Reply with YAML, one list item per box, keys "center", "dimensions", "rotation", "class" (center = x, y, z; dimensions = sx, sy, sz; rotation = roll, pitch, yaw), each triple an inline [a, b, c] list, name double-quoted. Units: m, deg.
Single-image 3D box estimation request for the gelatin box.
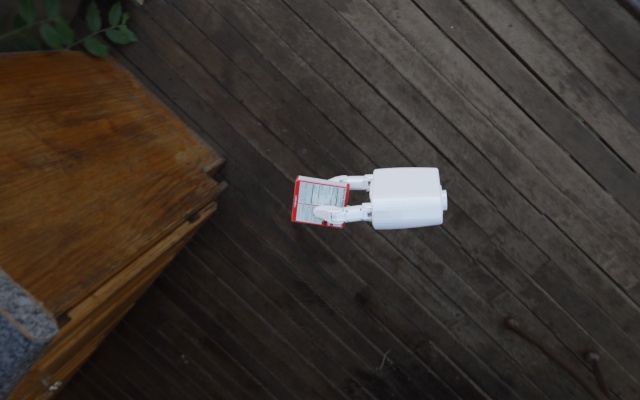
- center: [0.000, 0.003, 0.789]
  dimensions: [0.089, 0.073, 0.030]
  rotation: [8, 20, 3]
  class: "gelatin box"
